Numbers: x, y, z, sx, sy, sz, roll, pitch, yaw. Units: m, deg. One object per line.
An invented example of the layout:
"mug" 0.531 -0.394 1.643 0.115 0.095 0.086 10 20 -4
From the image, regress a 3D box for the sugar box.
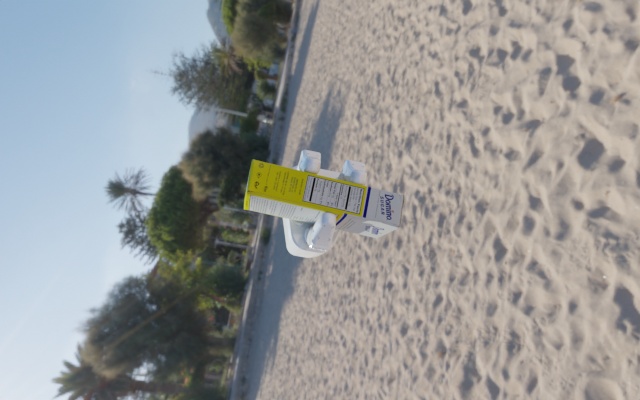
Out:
"sugar box" 0.000 0.001 0.565 0.176 0.048 0.093 11 -14 -8
